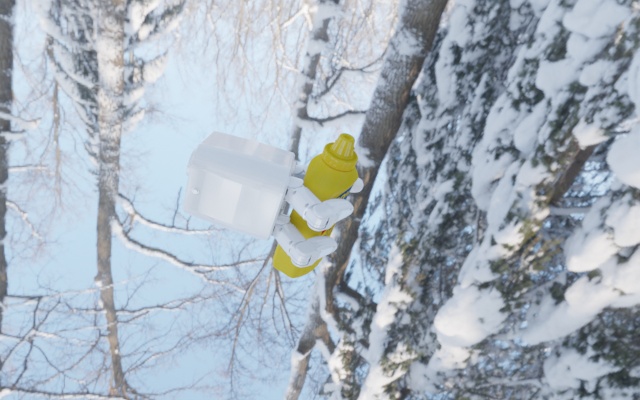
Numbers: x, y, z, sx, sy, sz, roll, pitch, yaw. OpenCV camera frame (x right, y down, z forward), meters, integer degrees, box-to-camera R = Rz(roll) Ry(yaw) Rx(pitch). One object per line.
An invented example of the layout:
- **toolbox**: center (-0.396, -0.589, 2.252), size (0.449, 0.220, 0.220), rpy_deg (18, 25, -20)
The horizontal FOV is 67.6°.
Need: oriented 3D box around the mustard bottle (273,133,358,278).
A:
- **mustard bottle**: center (0.000, 0.002, 0.582), size (0.058, 0.192, 0.096), rpy_deg (32, 36, 14)
